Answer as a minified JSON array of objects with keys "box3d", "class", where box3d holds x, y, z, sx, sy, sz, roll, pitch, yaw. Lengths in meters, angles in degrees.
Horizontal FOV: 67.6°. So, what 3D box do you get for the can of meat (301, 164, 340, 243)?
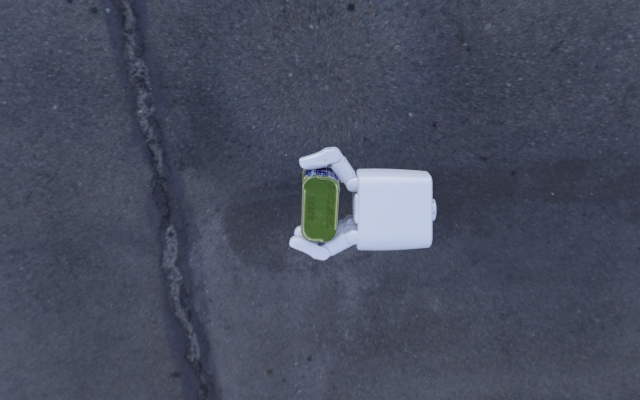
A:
[{"box3d":[0.000,0.002,0.696,0.057,0.102,0.084,2,16,0],"class":"can of meat"}]
